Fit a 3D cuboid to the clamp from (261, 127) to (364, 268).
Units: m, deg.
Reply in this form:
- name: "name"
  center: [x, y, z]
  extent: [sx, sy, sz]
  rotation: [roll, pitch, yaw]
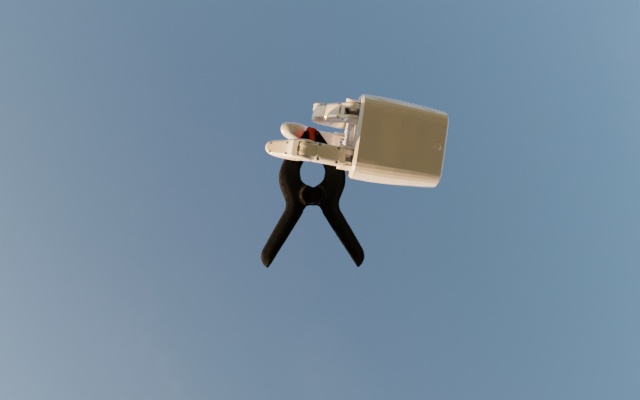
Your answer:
- name: "clamp"
  center: [0.000, 0.002, 0.568]
  extent: [0.120, 0.171, 0.039]
  rotation: [9, -2, -7]
